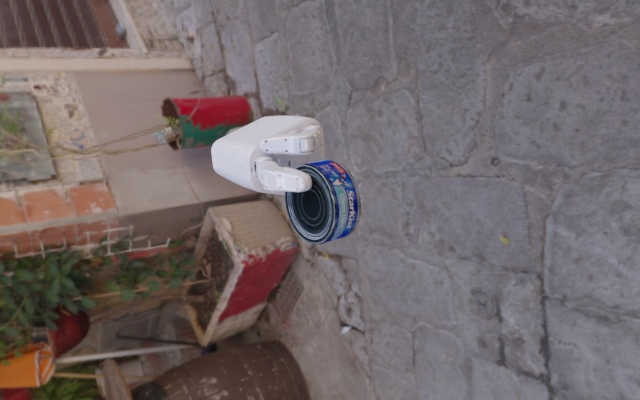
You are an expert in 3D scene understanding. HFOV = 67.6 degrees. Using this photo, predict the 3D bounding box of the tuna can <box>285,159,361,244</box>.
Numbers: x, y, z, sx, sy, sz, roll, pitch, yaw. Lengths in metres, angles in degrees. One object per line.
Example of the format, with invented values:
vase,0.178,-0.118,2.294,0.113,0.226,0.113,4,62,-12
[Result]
tuna can,0.000,0.002,0.496,0.034,0.086,0.086,-13,8,-38
